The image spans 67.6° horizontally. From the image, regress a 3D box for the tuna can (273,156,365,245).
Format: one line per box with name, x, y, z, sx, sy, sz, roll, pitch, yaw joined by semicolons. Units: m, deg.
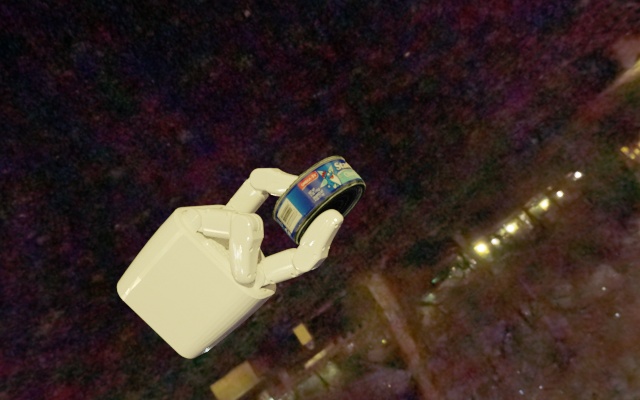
tuna can;0.000;0.002;0.439;0.086;0.033;0.086;-37;-18;-14
